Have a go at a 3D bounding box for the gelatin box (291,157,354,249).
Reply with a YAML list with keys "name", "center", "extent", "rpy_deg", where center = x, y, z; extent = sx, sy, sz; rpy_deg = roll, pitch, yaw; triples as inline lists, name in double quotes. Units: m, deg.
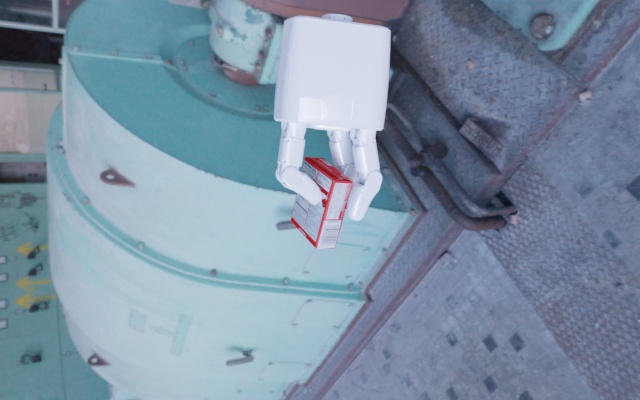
- name: "gelatin box"
  center: [0.000, 0.002, 0.564]
  extent: [0.030, 0.089, 0.073]
  rpy_deg: [2, 23, -31]
